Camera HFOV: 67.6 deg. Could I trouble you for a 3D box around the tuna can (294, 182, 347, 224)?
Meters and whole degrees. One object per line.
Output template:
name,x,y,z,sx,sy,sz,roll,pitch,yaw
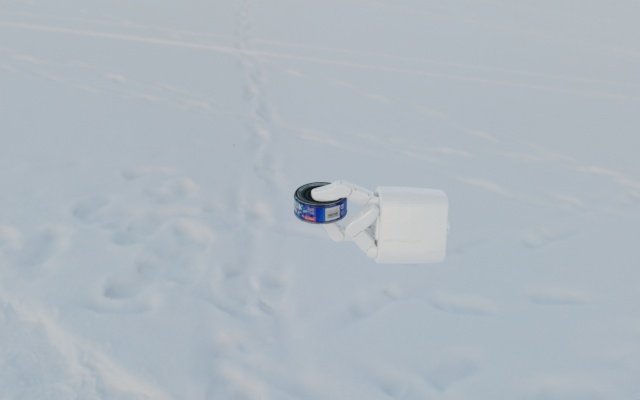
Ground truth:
tuna can,0.000,0.002,0.758,0.086,0.034,0.086,0,27,0
